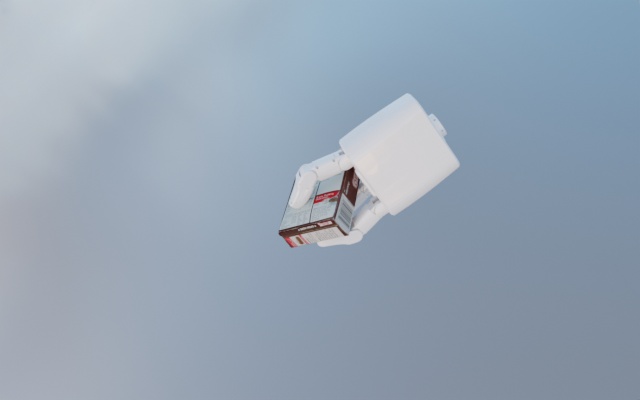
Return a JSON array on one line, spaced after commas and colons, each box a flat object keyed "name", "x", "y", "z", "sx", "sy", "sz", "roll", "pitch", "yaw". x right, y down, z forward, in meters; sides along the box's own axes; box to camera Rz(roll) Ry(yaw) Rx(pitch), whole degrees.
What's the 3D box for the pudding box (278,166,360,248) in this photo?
[{"name": "pudding box", "x": 0.000, "y": 0.002, "z": 0.633, "sx": 0.090, "sy": 0.113, "sz": 0.039, "roll": -16, "pitch": -51, "yaw": 31}]
